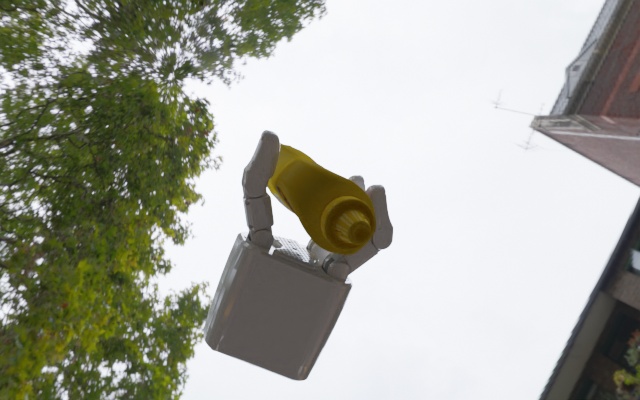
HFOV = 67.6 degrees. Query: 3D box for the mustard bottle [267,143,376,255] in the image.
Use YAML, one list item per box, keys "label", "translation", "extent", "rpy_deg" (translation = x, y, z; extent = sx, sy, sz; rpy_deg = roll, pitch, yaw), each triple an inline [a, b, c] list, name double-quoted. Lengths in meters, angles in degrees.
- label: "mustard bottle"
  translation: [0.000, 0.001, 0.430]
  extent: [0.096, 0.058, 0.191]
  rpy_deg: [47, -3, -22]
